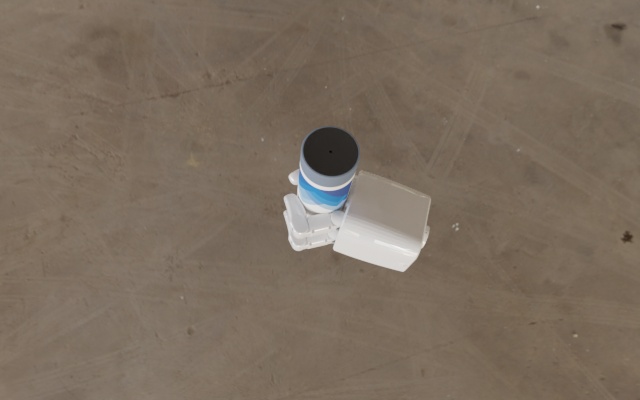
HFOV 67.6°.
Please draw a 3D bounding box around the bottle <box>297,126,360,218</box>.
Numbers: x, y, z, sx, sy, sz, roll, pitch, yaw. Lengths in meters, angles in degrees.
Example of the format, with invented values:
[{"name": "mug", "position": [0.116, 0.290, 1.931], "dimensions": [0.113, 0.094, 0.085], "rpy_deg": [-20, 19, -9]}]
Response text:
[{"name": "bottle", "position": [0.000, 0.002, 0.665], "dimensions": [0.069, 0.069, 0.296], "rpy_deg": [0, -23, -5]}]
